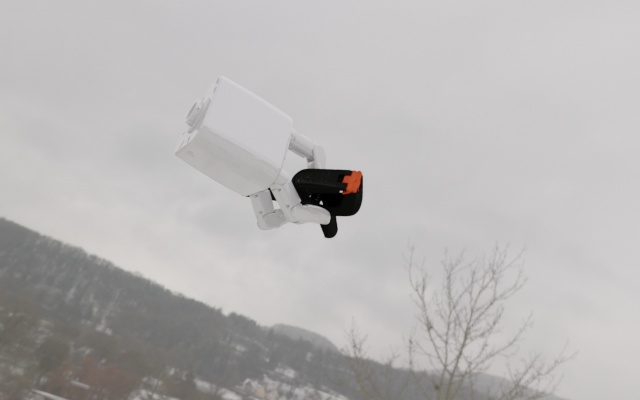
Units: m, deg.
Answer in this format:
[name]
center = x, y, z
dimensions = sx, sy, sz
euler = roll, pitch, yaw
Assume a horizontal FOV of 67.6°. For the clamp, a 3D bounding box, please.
[clamp]
center = 0.000, 0.001, 0.637
dimensions = 0.164, 0.036, 0.210
euler = 30, -23, -26
